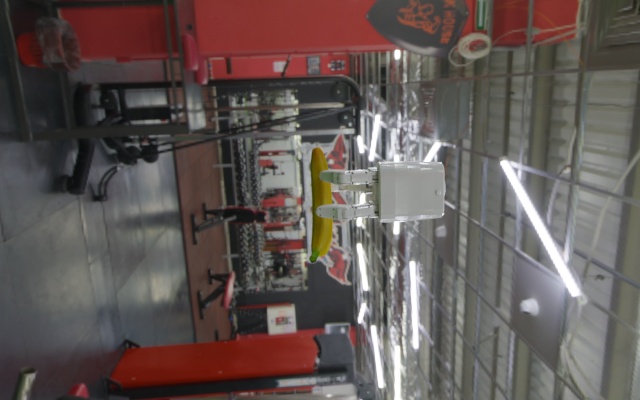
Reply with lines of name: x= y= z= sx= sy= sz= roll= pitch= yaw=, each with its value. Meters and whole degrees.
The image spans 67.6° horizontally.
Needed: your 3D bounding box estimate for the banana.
banana: x=0.002 y=0.010 z=0.819 sx=0.037 sy=0.197 sz=0.070 roll=-1 pitch=-14 yaw=4
